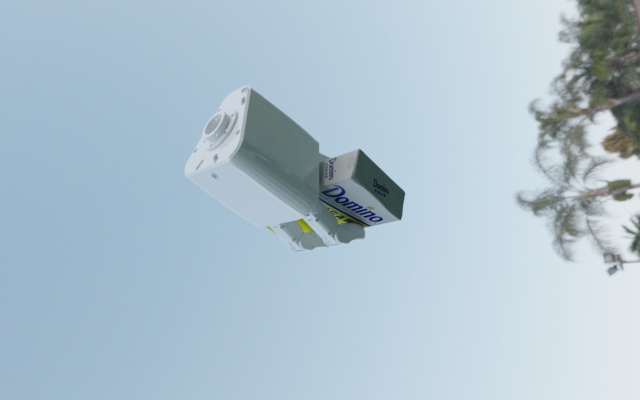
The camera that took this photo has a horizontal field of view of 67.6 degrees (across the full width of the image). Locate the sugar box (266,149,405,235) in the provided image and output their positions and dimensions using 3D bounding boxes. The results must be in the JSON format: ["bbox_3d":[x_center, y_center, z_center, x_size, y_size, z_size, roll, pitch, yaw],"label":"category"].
[{"bbox_3d":[0.000,0.002,0.564,0.176,0.048,0.093,-13,-39,41],"label":"sugar box"}]
